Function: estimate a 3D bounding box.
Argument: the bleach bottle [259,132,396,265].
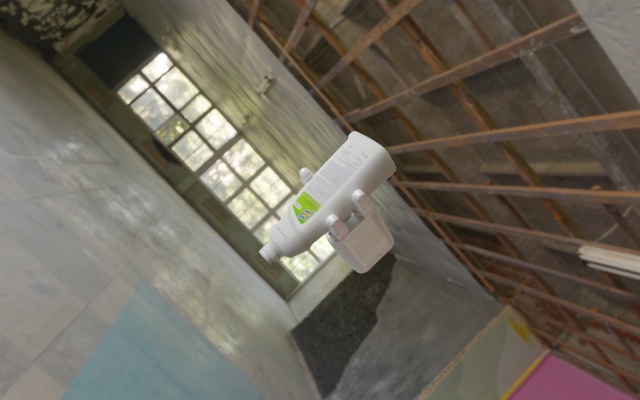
[{"bbox_3d":[0.000,0.003,0.769,0.068,0.251,0.102,52,-7,-39],"label":"bleach bottle"}]
